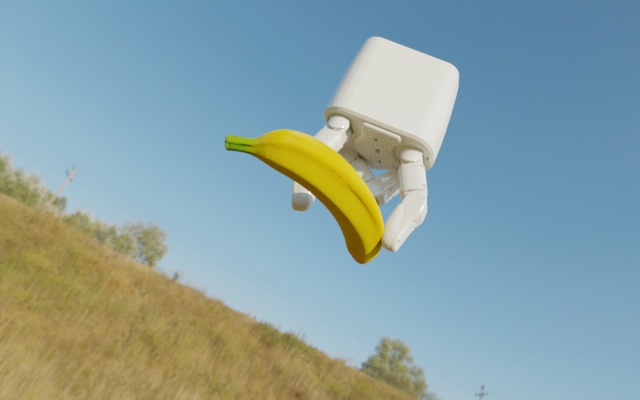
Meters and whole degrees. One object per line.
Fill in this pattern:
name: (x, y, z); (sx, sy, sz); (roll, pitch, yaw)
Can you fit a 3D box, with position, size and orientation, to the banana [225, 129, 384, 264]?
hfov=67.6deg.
banana: (0.012, 0.000, 0.398); (0.069, 0.037, 0.198); (1, -33, 43)
